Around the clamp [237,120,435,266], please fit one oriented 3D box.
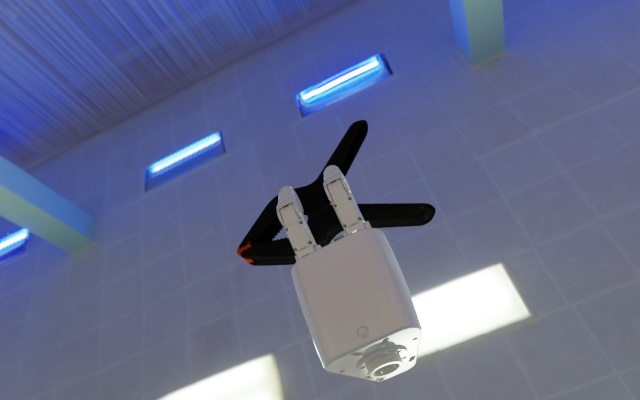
[{"bbox_3d":[0.000,0.003,0.533,0.210,0.164,0.036,-27,-40,7],"label":"clamp"}]
